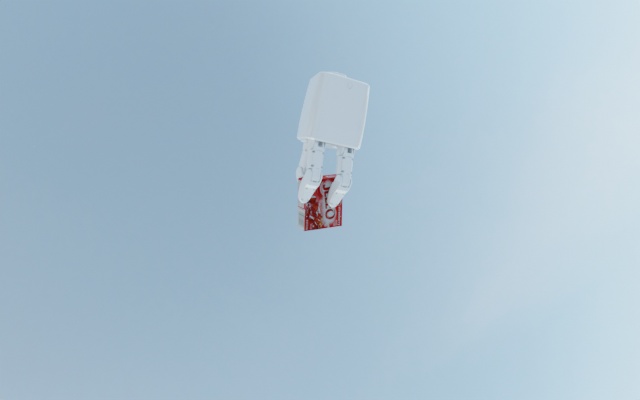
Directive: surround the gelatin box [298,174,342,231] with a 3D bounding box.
[{"bbox_3d":[0.000,0.003,0.801,0.073,0.089,0.030,-6,16,-28],"label":"gelatin box"}]
